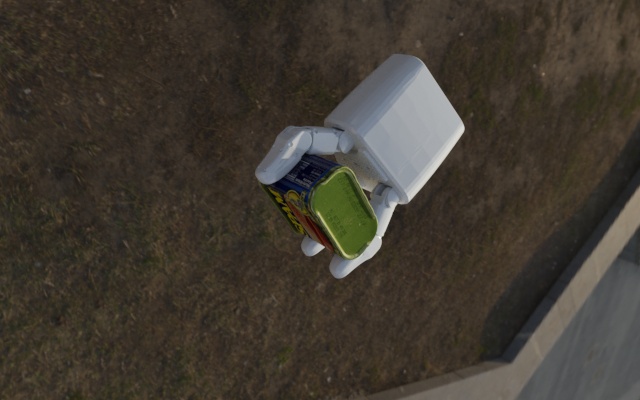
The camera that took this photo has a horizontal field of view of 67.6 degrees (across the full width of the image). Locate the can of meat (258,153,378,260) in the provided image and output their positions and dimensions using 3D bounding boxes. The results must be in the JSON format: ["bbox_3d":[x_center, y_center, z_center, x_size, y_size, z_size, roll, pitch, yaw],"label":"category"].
[{"bbox_3d":[0.000,0.002,0.456,0.084,0.057,0.102,26,-24,48],"label":"can of meat"}]
